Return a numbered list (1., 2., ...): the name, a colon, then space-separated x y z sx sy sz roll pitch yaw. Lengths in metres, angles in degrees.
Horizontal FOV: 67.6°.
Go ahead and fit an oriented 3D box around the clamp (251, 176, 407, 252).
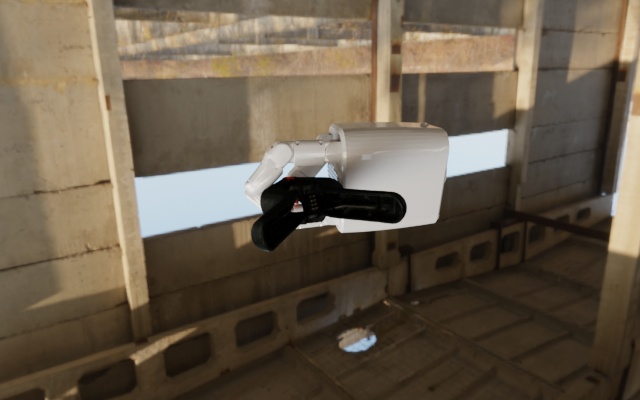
1. clamp: 0.000 0.002 0.422 0.120 0.039 0.171 -4 15 -6
